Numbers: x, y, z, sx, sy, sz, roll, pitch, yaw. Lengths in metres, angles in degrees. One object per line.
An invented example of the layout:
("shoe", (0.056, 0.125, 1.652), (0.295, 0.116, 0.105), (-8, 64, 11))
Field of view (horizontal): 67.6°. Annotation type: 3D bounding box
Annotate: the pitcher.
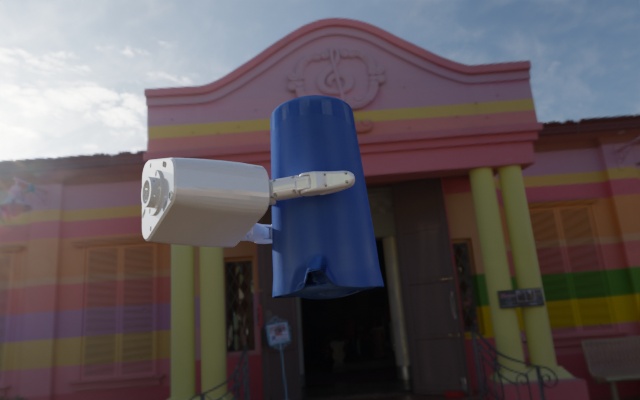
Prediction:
("pitcher", (0.000, 0.002, 0.606), (0.145, 0.242, 0.149), (4, -16, -34))
